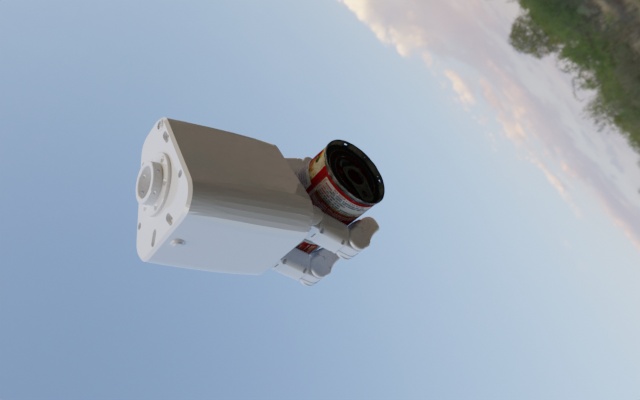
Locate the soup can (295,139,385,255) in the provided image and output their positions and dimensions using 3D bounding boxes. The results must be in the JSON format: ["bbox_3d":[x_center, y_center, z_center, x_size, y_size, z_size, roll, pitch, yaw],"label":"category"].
[{"bbox_3d":[0.000,0.002,0.442,0.068,0.068,0.102,0,-33,-47],"label":"soup can"}]
